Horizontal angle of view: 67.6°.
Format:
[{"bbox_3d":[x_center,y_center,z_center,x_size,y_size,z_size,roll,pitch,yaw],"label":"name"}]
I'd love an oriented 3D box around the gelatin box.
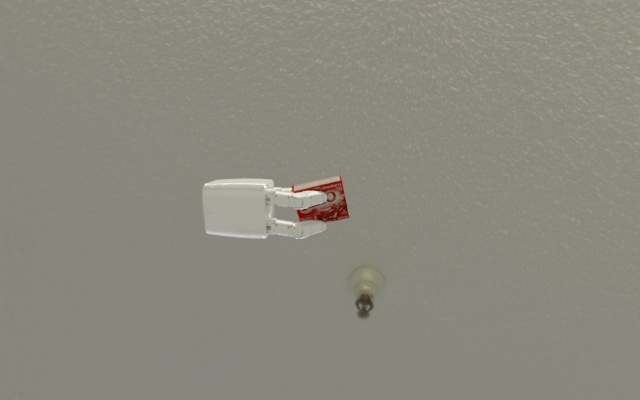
[{"bbox_3d":[0.000,0.002,0.826,0.089,0.073,0.030,-13,24,1],"label":"gelatin box"}]
